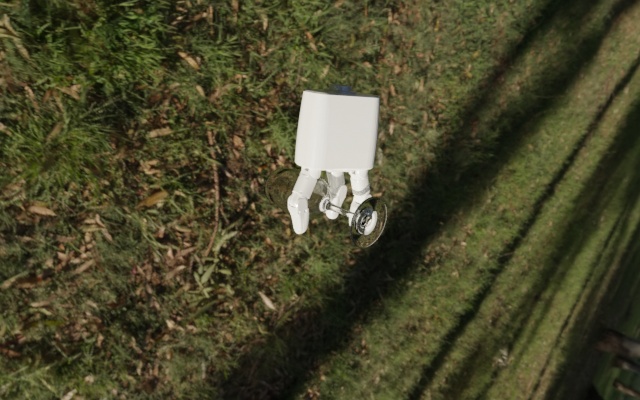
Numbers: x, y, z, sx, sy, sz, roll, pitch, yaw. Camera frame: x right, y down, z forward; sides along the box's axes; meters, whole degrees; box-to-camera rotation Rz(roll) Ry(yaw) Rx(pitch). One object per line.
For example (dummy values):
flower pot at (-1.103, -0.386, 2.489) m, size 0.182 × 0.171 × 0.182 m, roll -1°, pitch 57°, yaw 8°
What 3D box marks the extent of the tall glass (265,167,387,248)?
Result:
tall glass at (0.001, 0.003, 0.725) m, size 0.079 × 0.079 × 0.201 m, roll 0°, pitch 16°, yaw -45°
